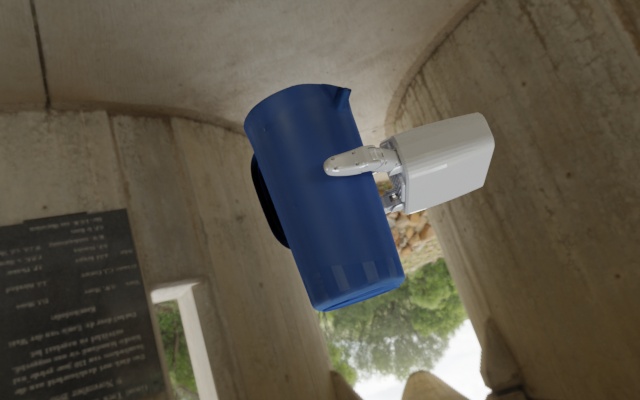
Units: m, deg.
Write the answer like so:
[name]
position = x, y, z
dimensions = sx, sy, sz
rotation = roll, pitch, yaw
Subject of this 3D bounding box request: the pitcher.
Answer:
[pitcher]
position = 0.000, 0.002, 0.560
dimensions = 0.145, 0.242, 0.149
rotation = -18, -15, -4
